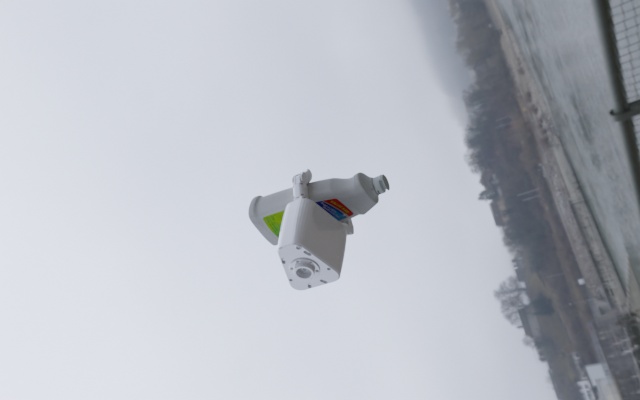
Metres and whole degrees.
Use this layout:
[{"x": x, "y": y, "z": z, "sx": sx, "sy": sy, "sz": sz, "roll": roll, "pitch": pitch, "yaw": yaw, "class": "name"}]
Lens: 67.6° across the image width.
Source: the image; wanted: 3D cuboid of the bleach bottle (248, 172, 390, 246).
[{"x": 0.000, "y": 0.003, "z": 0.861, "sx": 0.251, "sy": 0.103, "sz": 0.068, "roll": -20, "pitch": 35, "yaw": 23, "class": "bleach bottle"}]
